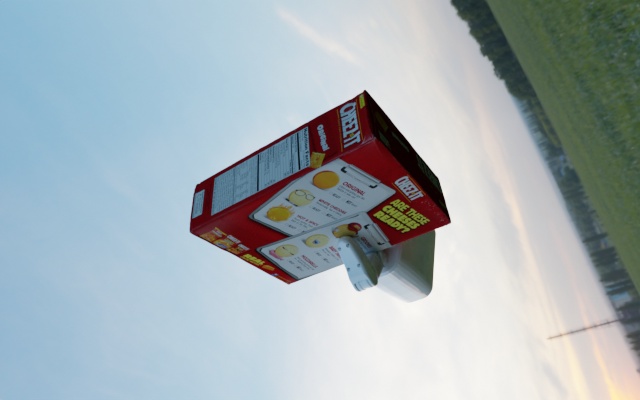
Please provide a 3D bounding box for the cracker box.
[{"bbox_3d":[0.000,0.002,0.497,0.214,0.072,0.164,-25,-40,25],"label":"cracker box"}]
